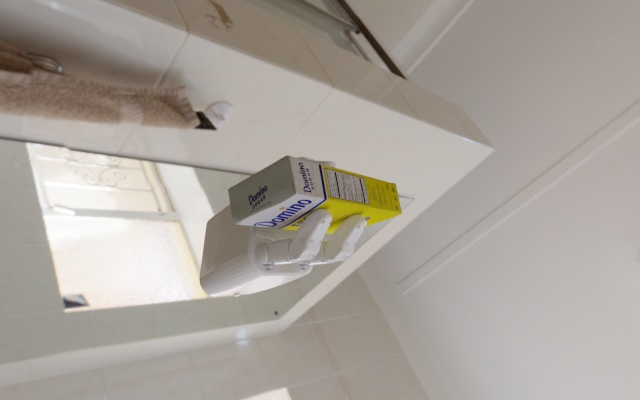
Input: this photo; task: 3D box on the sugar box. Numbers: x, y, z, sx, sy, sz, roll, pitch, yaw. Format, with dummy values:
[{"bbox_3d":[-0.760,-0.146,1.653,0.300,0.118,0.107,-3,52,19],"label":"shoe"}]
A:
[{"bbox_3d":[0.000,0.002,0.513,0.093,0.048,0.176,-25,-20,38],"label":"sugar box"}]
